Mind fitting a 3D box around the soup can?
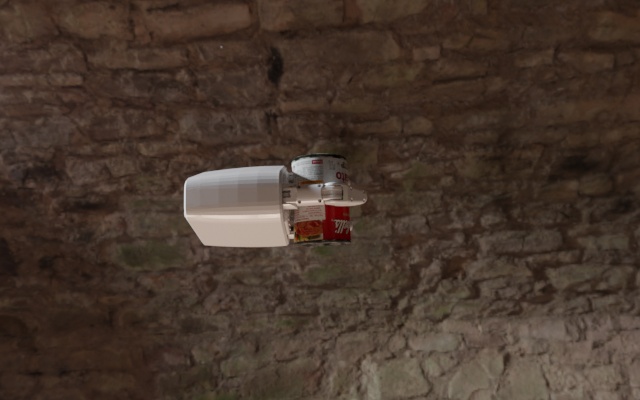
[{"bbox_3d":[0.001,0.002,0.564,0.068,0.102,0.068,-2,-8,0],"label":"soup can"}]
